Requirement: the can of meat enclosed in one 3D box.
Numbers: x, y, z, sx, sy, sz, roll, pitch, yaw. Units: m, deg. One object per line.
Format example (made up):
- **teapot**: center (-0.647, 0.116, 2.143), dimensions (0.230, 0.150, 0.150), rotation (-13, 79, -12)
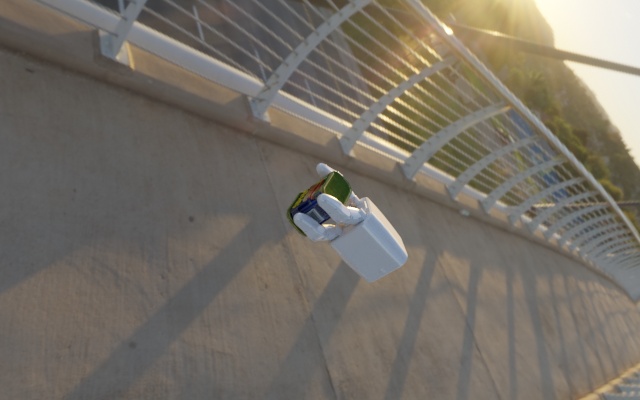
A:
- **can of meat**: center (0.000, 0.002, 0.808), dimensions (0.084, 0.057, 0.102), rotation (-35, 12, 29)
